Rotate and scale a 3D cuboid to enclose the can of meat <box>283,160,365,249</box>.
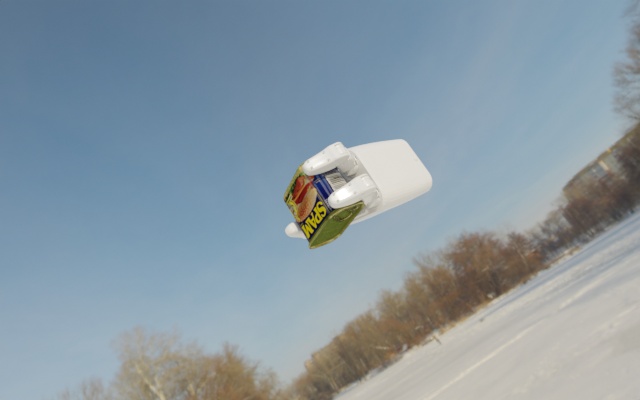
[{"bbox_3d":[0.000,0.002,0.637,0.057,0.084,0.102,-18,-24,-34],"label":"can of meat"}]
